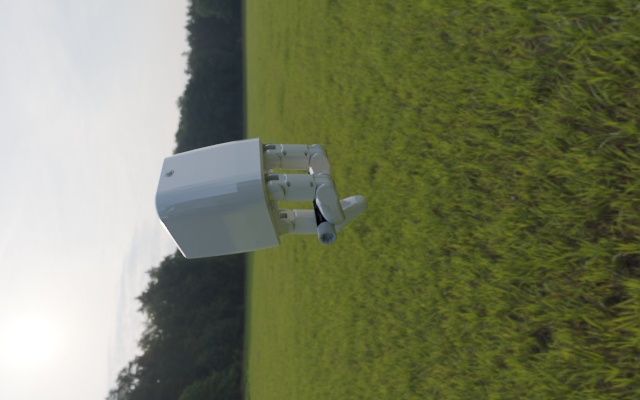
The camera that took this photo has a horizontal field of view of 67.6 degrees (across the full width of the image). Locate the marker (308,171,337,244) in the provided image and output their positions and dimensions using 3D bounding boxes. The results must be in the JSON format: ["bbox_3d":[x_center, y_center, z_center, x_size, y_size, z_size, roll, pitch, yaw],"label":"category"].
[{"bbox_3d":[0.000,0.002,0.533,0.020,0.020,0.121,0,37,-9],"label":"marker"}]
